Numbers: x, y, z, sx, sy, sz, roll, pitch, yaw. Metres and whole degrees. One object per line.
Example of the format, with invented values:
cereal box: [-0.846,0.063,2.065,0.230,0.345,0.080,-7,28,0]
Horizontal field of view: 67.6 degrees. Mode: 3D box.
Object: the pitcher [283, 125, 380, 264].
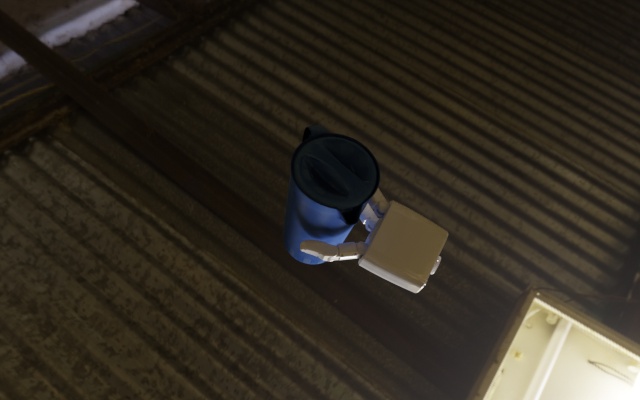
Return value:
pitcher: [0.000,0.003,0.793,0.145,0.149,0.243,27,-32,4]
